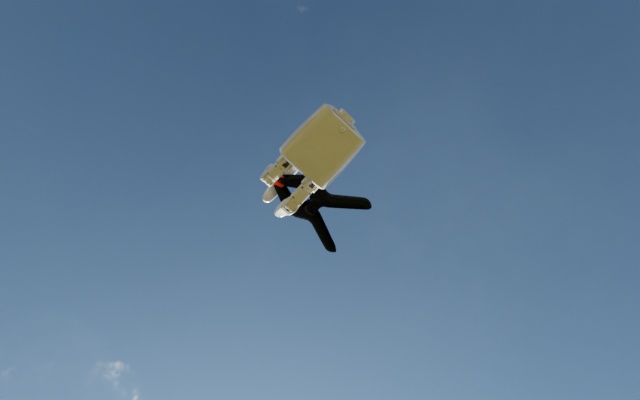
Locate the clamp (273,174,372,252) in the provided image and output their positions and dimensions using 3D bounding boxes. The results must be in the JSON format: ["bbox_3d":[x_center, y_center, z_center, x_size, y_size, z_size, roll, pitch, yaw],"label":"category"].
[{"bbox_3d":[0.000,0.002,0.829,0.171,0.120,0.039,41,13,-15],"label":"clamp"}]
